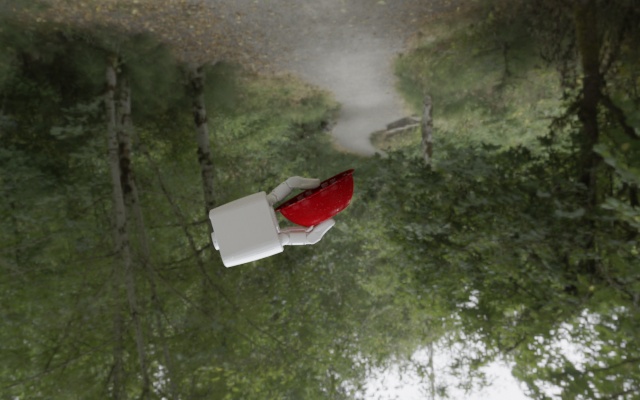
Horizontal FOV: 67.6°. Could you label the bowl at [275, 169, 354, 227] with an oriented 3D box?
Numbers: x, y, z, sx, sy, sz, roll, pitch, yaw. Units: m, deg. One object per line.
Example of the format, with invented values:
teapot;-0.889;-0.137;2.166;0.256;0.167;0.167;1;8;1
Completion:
bowl;0.002;0.003;0.862;0.162;0.055;0.162;-28;6;3
